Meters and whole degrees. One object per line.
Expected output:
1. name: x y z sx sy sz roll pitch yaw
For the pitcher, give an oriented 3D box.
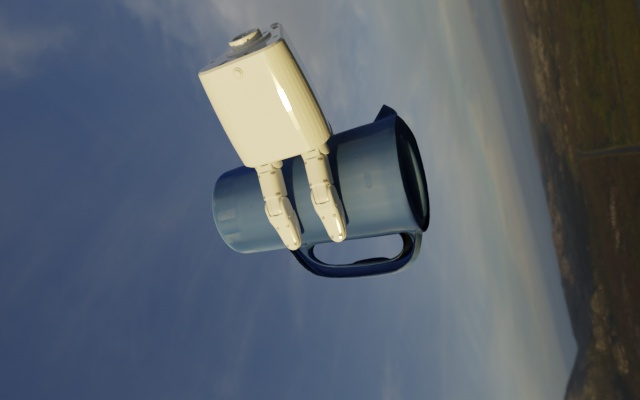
1. pitcher: 0.000 0.002 0.560 0.243 0.145 0.149 -13 33 23
